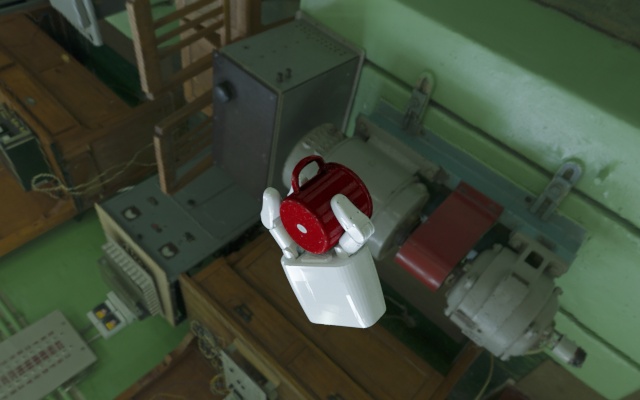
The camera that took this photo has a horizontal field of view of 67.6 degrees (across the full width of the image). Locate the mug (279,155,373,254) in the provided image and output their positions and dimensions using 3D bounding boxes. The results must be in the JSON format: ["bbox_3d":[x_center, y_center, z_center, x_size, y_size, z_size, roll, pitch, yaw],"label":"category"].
[{"bbox_3d":[0.000,0.001,0.585,0.093,0.117,0.081,8,37,47],"label":"mug"}]
